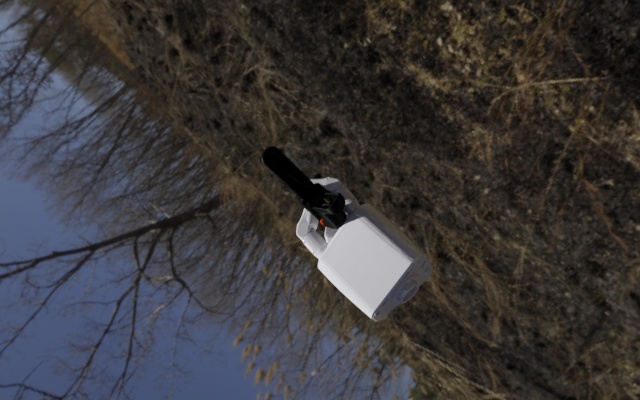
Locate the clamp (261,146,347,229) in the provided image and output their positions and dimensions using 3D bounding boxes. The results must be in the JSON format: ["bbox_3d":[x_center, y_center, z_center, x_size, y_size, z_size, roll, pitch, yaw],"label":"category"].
[{"bbox_3d":[0.000,0.002,0.602,0.120,0.039,0.171,42,-2,31],"label":"clamp"}]
